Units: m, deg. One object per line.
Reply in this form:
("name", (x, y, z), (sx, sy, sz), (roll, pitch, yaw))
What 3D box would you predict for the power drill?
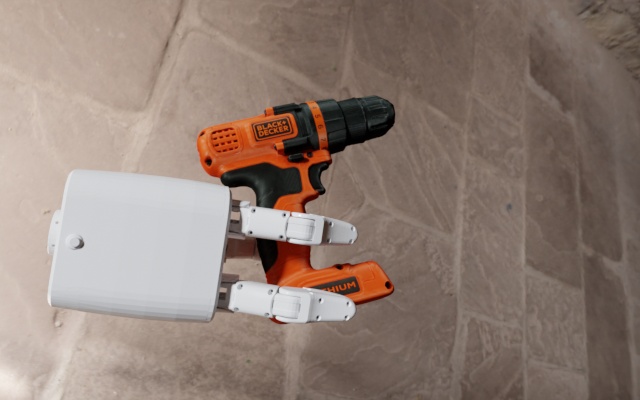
("power drill", (0.000, 0.002, 0.418), (0.184, 0.187, 0.057), (-14, -16, -9))
